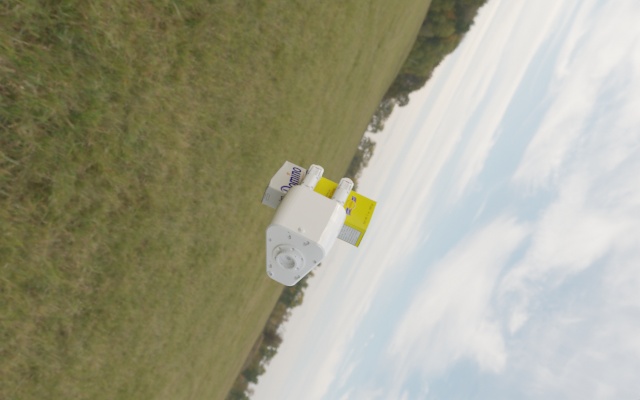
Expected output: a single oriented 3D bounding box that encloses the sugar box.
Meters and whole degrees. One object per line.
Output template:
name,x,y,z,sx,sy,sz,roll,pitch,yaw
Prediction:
sugar box,0.000,0.002,0.801,0.176,0.048,0.093,26,36,2
